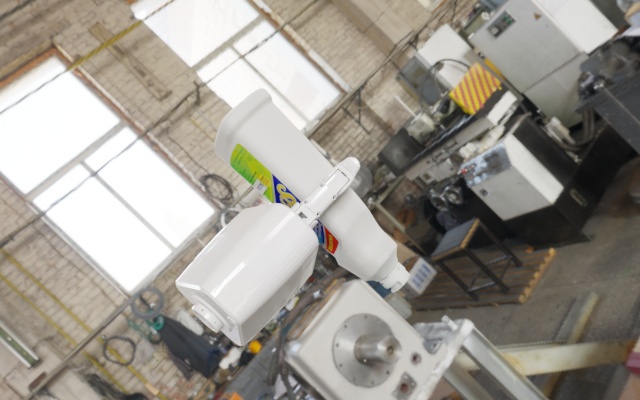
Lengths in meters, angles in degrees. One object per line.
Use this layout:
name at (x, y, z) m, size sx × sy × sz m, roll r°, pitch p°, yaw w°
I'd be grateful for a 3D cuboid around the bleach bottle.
bleach bottle at (0.000, 0.002, 0.511) m, size 0.068 × 0.251 × 0.102 m, roll -47°, pitch 2°, yaw -25°
